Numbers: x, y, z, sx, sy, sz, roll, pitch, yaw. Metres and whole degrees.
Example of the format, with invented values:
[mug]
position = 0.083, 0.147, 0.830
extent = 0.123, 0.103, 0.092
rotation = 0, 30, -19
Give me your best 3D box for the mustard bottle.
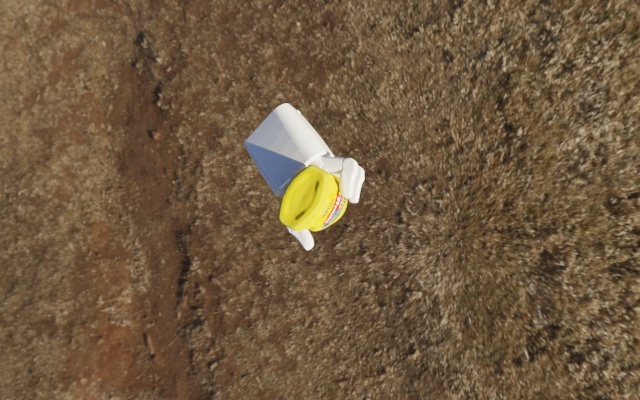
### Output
[mustard bottle]
position = 0.000, 0.003, 0.756
extent = 0.058, 0.096, 0.191
rotation = 30, 4, 16
